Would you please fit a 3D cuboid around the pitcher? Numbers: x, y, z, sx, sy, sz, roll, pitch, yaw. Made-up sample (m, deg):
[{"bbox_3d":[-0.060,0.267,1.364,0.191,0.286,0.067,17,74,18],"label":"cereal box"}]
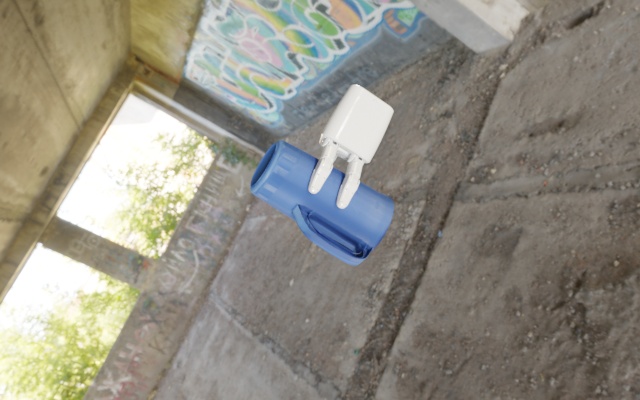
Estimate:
[{"bbox_3d":[0.000,0.003,0.853,0.243,0.145,0.149,30,-4,-18],"label":"pitcher"}]
